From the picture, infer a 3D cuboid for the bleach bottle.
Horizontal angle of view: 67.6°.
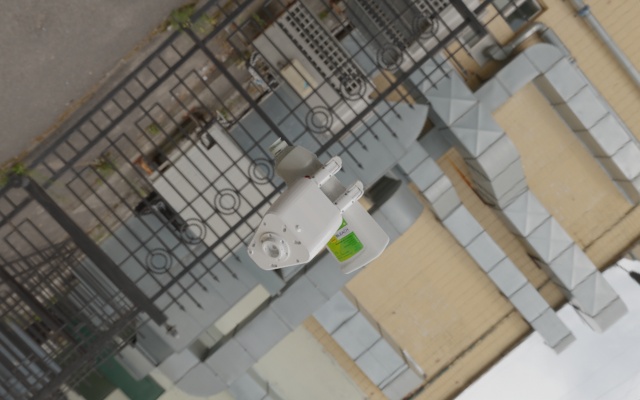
[{"bbox_3d":[0.000,0.003,0.807,0.102,0.251,0.068,-36,8,40],"label":"bleach bottle"}]
